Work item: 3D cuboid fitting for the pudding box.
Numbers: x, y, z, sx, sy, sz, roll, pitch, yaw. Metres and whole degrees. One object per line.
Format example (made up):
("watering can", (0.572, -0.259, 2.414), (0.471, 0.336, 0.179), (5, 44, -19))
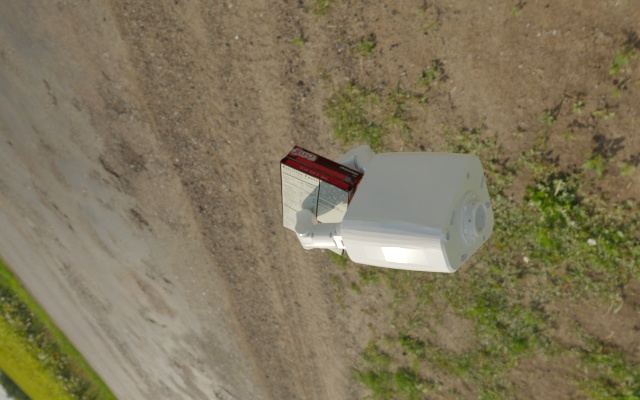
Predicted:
("pudding box", (0.000, 0.002, 0.548), (0.090, 0.114, 0.039), (26, 49, 20))
